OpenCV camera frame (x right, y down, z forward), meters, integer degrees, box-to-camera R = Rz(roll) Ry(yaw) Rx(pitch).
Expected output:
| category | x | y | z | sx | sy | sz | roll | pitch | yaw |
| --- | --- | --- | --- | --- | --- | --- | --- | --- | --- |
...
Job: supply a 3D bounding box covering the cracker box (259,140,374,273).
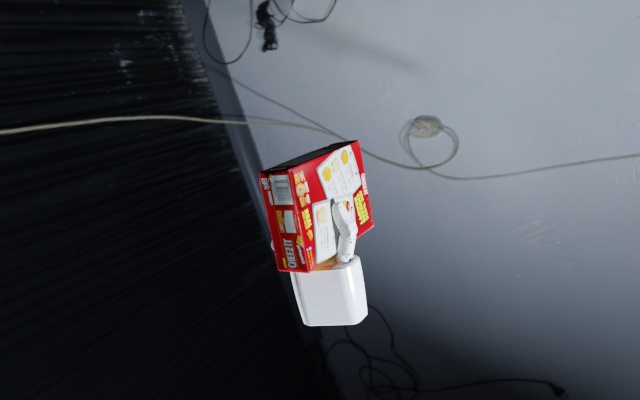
| category | x | y | z | sx | sy | sz | roll | pitch | yaw |
| --- | --- | --- | --- | --- | --- | --- | --- | --- | --- |
| cracker box | 0.000 | 0.003 | 0.796 | 0.072 | 0.164 | 0.213 | -1 | 17 | 34 |
